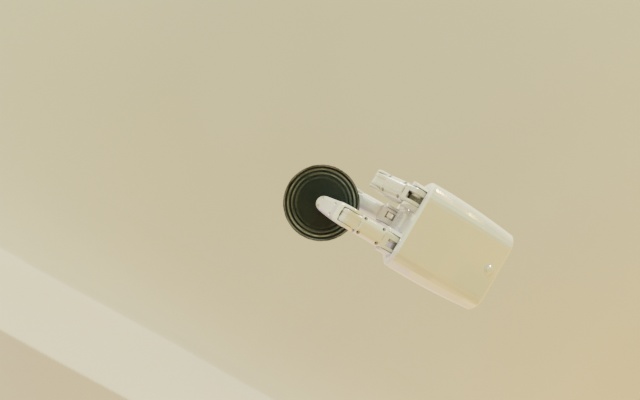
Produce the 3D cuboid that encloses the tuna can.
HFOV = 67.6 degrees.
[{"bbox_3d":[0.000,0.002,0.546,0.086,0.086,0.034,0,4,-4],"label":"tuna can"}]
